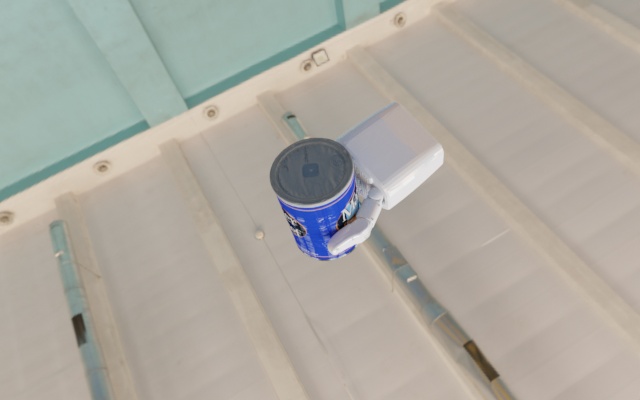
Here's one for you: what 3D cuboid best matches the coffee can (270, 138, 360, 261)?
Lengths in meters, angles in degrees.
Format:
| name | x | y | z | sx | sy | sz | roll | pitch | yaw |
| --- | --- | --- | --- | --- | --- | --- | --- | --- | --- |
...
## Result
| name | x | y | z | sx | sy | sz | roll | pitch | yaw |
| --- | --- | --- | --- | --- | --- | --- | --- | --- | --- |
| coffee can | 0.000 | 0.002 | 0.627 | 0.103 | 0.102 | 0.140 | 0 | -34 | 12 |
